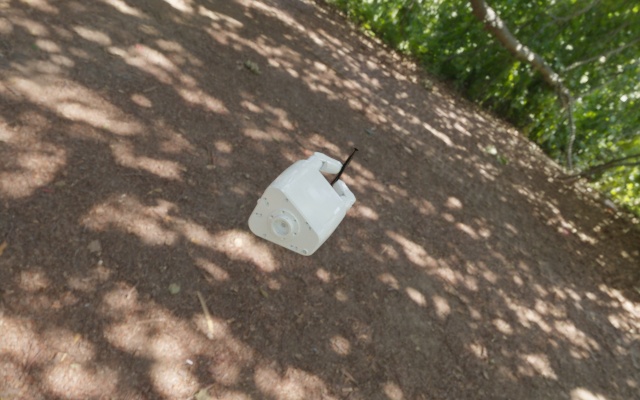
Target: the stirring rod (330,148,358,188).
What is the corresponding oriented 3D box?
[{"bbox_3d":[0.000,0.003,0.836,0.011,0.240,0.011,24,33,-16],"label":"stirring rod"}]
